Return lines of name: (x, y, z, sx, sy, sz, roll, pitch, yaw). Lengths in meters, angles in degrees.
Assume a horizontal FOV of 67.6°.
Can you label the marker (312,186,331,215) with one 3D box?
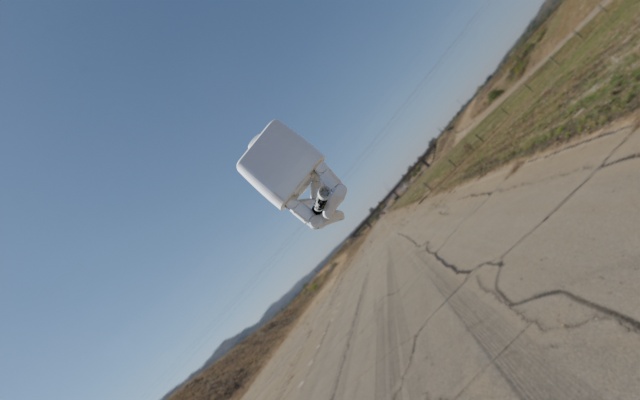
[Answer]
marker: (0.000, 0.002, 0.740, 0.020, 0.020, 0.121, 0, -14, -6)
